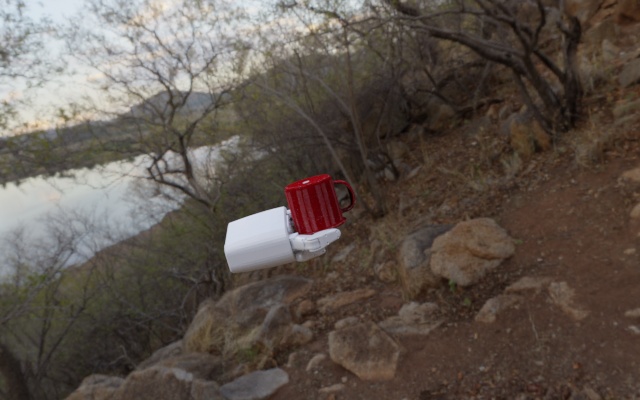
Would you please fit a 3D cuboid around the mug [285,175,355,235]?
[{"bbox_3d":[0.001,0.002,0.797,0.117,0.081,0.093,-16,10,-2],"label":"mug"}]
